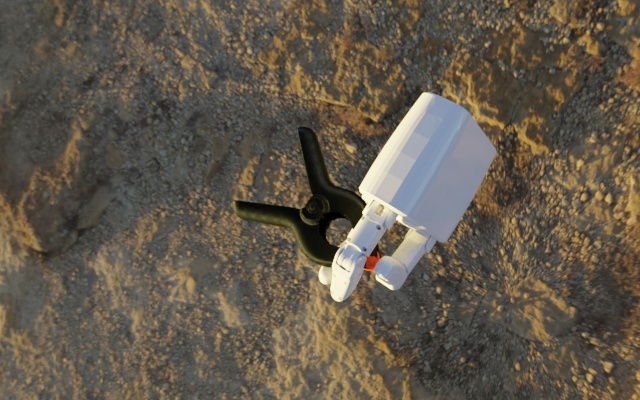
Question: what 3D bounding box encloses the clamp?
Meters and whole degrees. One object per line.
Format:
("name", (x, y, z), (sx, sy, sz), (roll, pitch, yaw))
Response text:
("clamp", (0.000, 0.002, 0.481), (0.171, 0.120, 0.039), (32, 3, 24))
